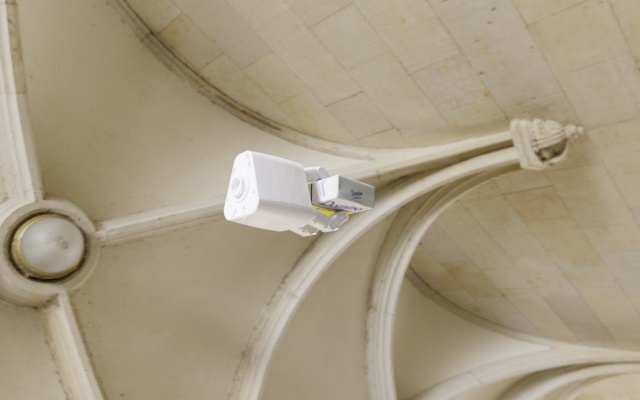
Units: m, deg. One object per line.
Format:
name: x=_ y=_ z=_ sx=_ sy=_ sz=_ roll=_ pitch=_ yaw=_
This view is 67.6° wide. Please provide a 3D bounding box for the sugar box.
sugar box: x=0.000 y=0.003 z=0.845 sx=0.093 sy=0.048 sz=0.176 roll=15 pitch=-19 yaw=-41
